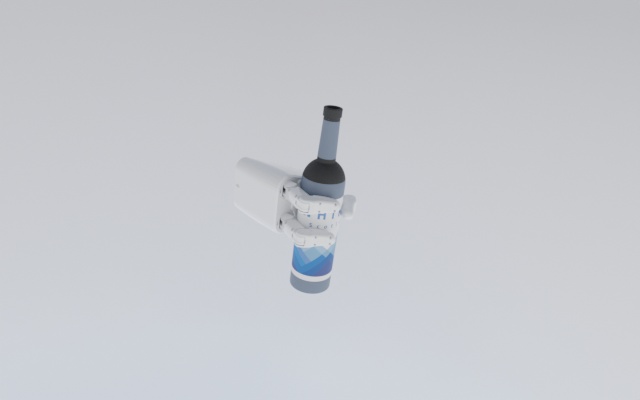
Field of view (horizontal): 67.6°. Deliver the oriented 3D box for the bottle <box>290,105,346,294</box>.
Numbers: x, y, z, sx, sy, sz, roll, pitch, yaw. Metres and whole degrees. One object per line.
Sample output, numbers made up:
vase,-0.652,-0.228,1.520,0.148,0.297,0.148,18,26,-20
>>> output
bottle,0.000,0.003,0.730,0.069,0.296,0.069,6,24,-3
